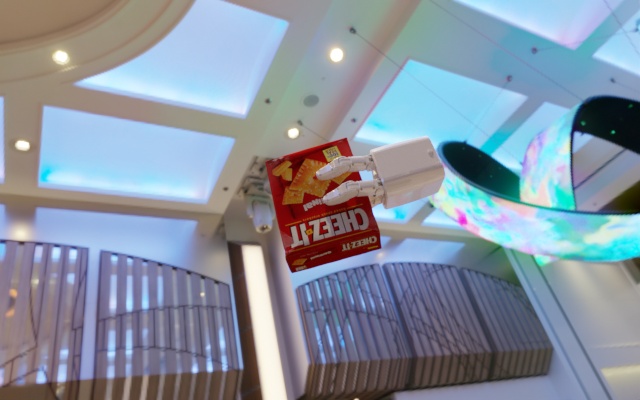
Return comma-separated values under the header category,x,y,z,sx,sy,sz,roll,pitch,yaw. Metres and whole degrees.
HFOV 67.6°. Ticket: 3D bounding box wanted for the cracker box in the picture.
category,x,y,z,sx,sy,sz,roll,pitch,yaw
cracker box,0.000,0.003,0.854,0.164,0.213,0.072,-16,-35,0
